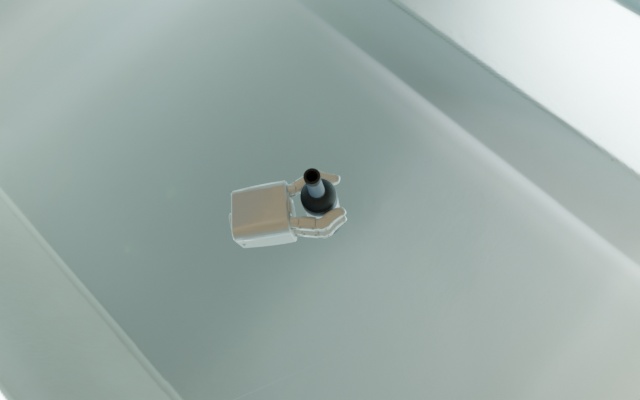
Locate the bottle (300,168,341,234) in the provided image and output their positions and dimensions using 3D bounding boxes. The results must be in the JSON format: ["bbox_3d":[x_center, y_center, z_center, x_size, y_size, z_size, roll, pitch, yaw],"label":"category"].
[{"bbox_3d":[0.000,0.003,0.895,0.069,0.069,0.296,0,-16,6],"label":"bottle"}]
